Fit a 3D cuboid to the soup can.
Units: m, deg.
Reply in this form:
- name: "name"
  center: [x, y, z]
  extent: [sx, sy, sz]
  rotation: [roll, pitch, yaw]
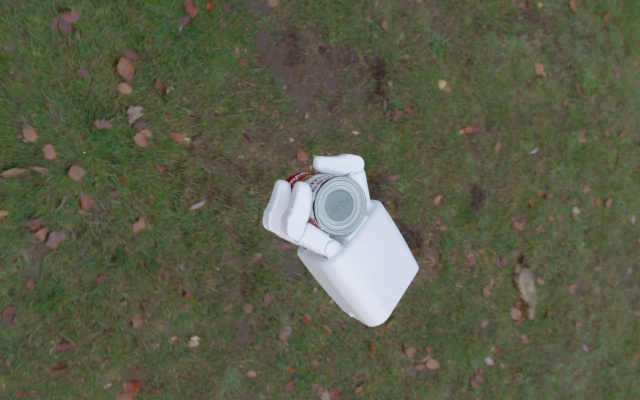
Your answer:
- name: "soup can"
  center: [0.000, 0.001, 0.559]
  extent: [0.068, 0.068, 0.102]
  rotation: [0, 5, -26]
